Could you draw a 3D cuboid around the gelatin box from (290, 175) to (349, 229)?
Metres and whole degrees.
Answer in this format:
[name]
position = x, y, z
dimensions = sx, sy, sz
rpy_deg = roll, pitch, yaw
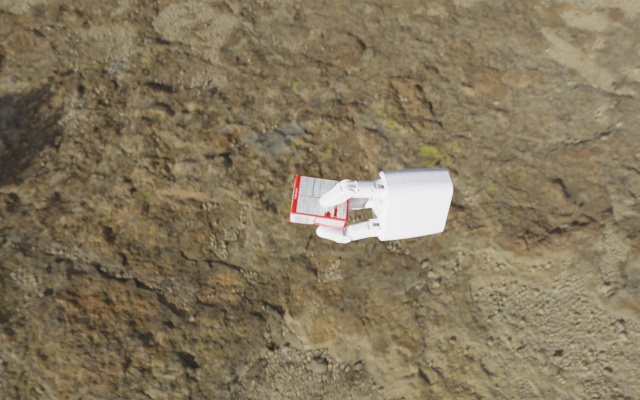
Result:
[gelatin box]
position = 0.000, 0.002, 0.749
dimensions = 0.089, 0.073, 0.030
rpy_deg = 8, -33, -3
